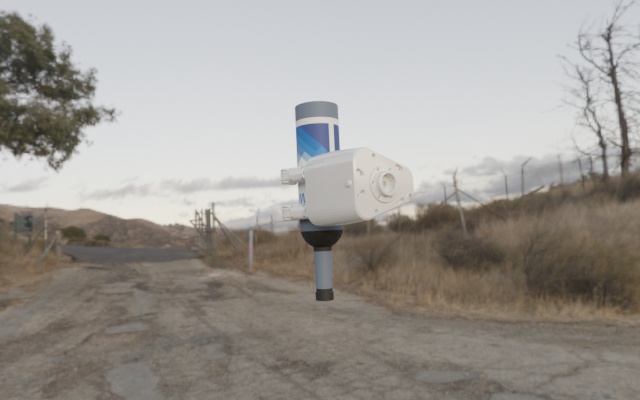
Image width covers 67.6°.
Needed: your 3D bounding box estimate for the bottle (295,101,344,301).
[{"bbox_3d":[0.000,0.002,0.725,0.069,0.295,0.069,-3,-4,0],"label":"bottle"}]
